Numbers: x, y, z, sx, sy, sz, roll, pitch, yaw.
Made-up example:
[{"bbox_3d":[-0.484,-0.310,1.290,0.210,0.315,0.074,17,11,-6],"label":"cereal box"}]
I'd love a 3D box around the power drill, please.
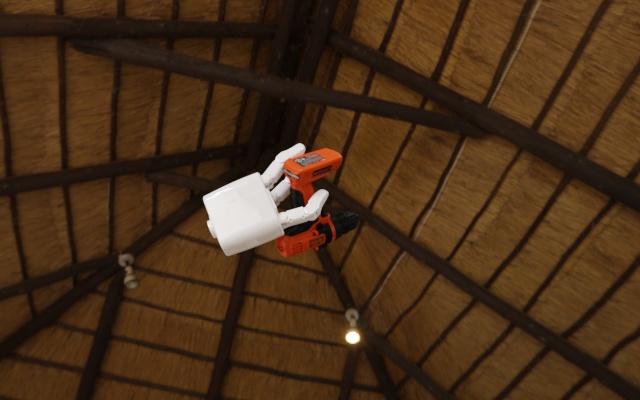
[{"bbox_3d":[0.000,0.003,0.888,0.184,0.188,0.057,-21,34,-33],"label":"power drill"}]
